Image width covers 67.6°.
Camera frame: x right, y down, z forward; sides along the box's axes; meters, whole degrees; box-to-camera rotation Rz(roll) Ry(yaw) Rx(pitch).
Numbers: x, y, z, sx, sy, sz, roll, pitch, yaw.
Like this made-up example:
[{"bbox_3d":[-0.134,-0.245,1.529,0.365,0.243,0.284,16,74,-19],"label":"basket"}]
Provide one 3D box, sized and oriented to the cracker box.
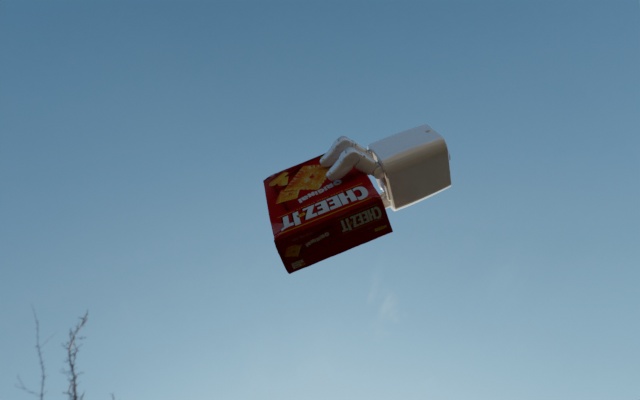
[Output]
[{"bbox_3d":[0.000,0.003,0.758,0.164,0.072,0.213,-23,28,0],"label":"cracker box"}]
